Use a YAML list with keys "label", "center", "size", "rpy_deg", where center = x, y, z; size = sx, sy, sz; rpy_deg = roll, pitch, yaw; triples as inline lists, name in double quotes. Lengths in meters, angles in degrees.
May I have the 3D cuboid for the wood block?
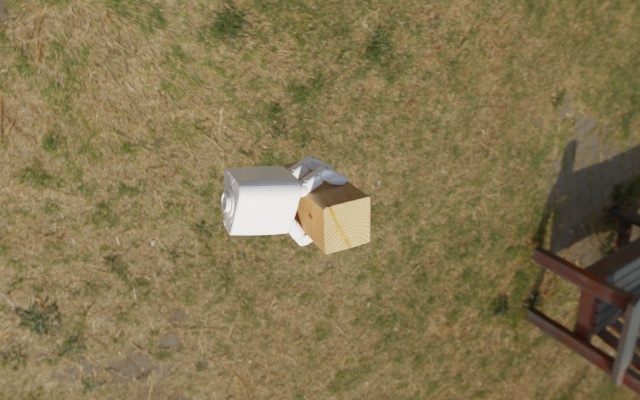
- label: "wood block"
  center: [0.000, 0.003, 0.875]
  size: [0.090, 0.091, 0.206]
  rpy_deg: [-14, 29, -22]
